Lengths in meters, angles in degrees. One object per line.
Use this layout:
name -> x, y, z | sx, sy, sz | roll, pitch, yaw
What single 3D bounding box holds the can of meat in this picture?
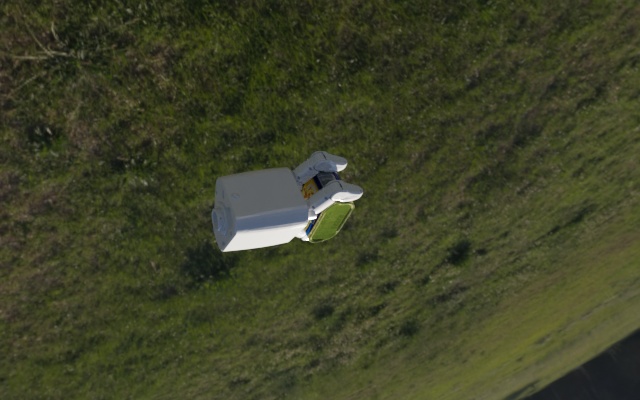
can of meat -> 0.000, 0.003, 0.728 | 0.057, 0.084, 0.102 | -6, -36, -31
